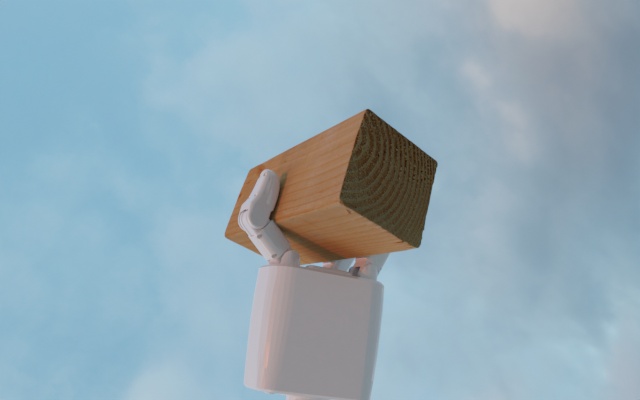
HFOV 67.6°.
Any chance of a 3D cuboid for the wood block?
[{"bbox_3d":[0.000,0.002,0.468,0.091,0.090,0.206,31,-27,-27],"label":"wood block"}]
